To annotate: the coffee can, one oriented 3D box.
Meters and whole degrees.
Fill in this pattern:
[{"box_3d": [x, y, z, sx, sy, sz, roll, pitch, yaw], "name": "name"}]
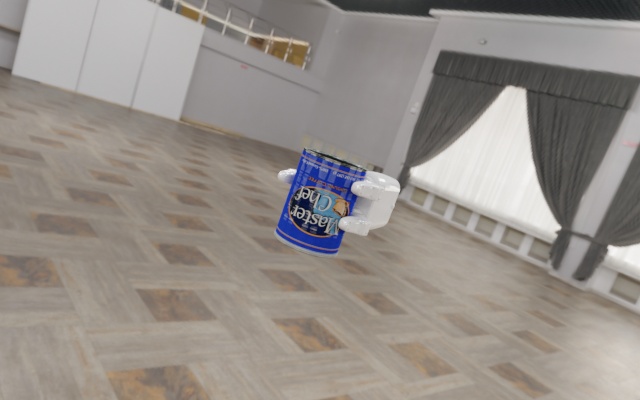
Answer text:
[{"box_3d": [0.000, 0.002, 0.720, 0.103, 0.140, 0.103, 19, 9, -3], "name": "coffee can"}]
